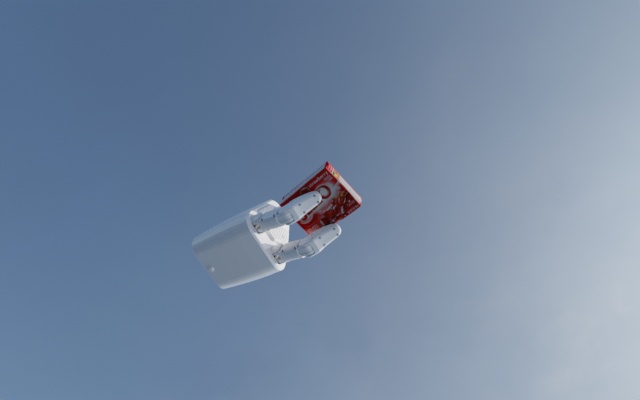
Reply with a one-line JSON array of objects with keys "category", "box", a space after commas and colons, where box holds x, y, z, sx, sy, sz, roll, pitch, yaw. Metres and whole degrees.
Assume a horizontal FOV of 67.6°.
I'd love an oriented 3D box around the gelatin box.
[{"category": "gelatin box", "box": [0.000, 0.002, 0.657, 0.089, 0.073, 0.030, -38, 15, 21]}]
